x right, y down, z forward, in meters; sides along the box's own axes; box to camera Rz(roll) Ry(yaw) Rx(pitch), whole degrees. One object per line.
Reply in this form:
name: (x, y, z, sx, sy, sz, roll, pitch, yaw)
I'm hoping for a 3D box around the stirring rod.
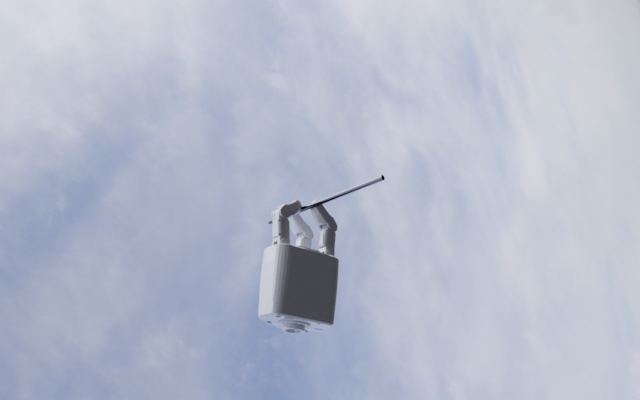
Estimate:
stirring rod: (0.000, 0.002, 0.740, 0.239, 0.011, 0.011, -22, -14, 39)
